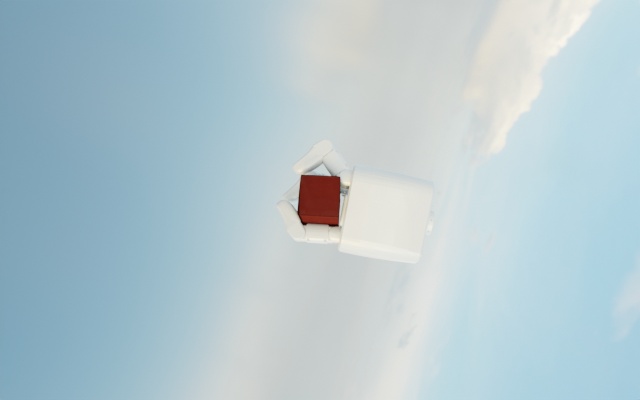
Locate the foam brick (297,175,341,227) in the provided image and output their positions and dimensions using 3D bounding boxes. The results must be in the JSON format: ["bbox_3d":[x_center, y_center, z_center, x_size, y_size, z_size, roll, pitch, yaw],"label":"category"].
[{"bbox_3d":[0.000,0.002,0.616,0.051,0.053,0.078,3,-12,3],"label":"foam brick"}]
